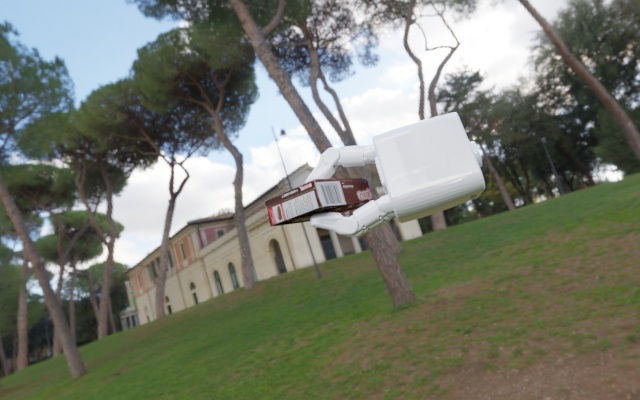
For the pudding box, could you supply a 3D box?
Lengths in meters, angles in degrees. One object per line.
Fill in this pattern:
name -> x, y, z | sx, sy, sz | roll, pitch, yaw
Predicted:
pudding box -> 0.000, 0.002, 0.613 | 0.090, 0.039, 0.113 | -22, -13, 38
